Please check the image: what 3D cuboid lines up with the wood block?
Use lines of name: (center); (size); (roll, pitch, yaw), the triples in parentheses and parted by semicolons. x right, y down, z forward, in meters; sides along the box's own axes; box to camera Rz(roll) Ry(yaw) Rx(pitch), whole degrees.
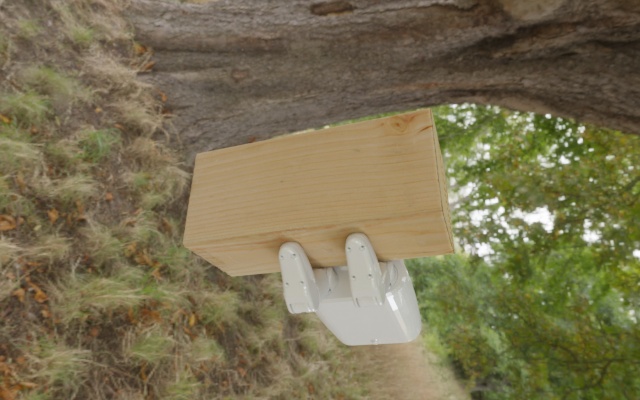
wood block: (0.000, 0.001, 0.408); (0.206, 0.090, 0.090); (-9, -29, 17)
